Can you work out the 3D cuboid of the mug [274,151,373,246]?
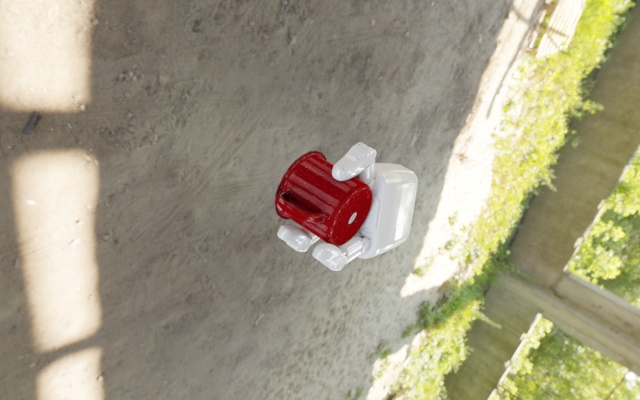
[{"bbox_3d":[-0.001,0.002,0.550,0.081,0.093,0.117,32,23,28],"label":"mug"}]
